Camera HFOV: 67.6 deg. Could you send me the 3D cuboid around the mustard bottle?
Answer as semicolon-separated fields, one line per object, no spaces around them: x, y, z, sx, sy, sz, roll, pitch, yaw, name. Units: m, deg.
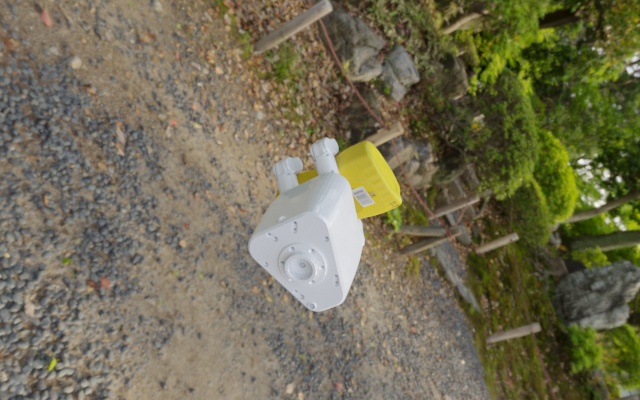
0.000;0.002;0.617;0.191;0.058;0.096;-24;-50;21;mustard bottle
